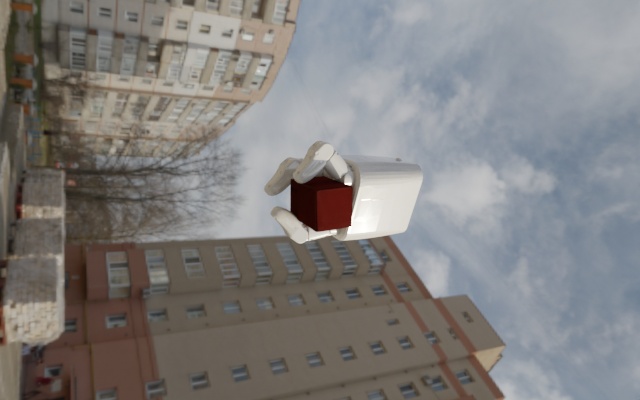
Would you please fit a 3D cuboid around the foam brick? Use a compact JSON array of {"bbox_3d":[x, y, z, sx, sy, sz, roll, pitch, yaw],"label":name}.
[{"bbox_3d":[0.000,0.002,0.600,0.051,0.053,0.078,-6,16,-26],"label":"foam brick"}]
